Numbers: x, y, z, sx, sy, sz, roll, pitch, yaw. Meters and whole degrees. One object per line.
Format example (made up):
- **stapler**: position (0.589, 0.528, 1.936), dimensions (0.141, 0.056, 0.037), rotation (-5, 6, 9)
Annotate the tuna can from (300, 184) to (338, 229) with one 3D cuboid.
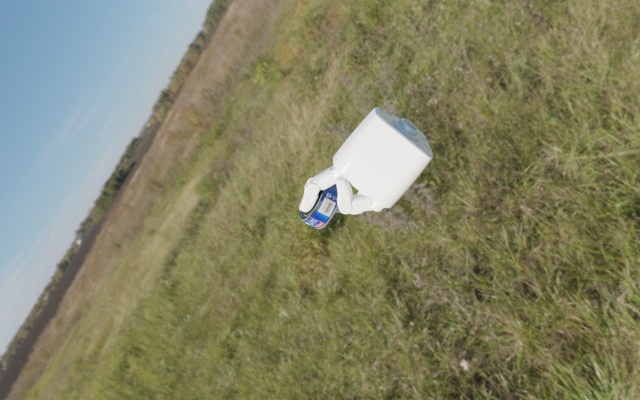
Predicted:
- **tuna can**: position (0.000, 0.002, 0.801), dimensions (0.034, 0.086, 0.086), rotation (26, -9, -18)
